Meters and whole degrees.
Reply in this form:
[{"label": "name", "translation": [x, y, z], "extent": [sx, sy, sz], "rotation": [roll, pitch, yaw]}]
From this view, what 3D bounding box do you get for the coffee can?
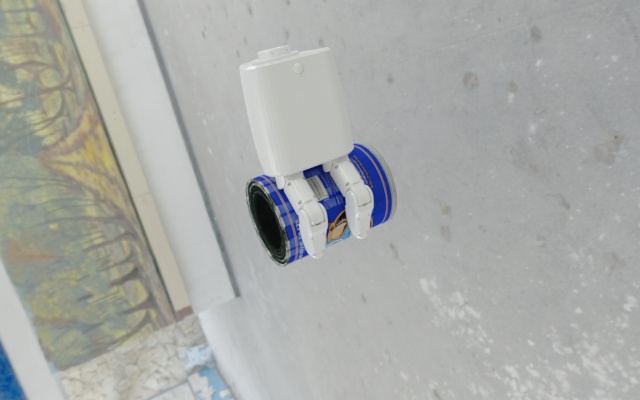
[{"label": "coffee can", "translation": [0.000, 0.002, 0.543], "extent": [0.140, 0.103, 0.103], "rotation": [-21, 9, -23]}]
